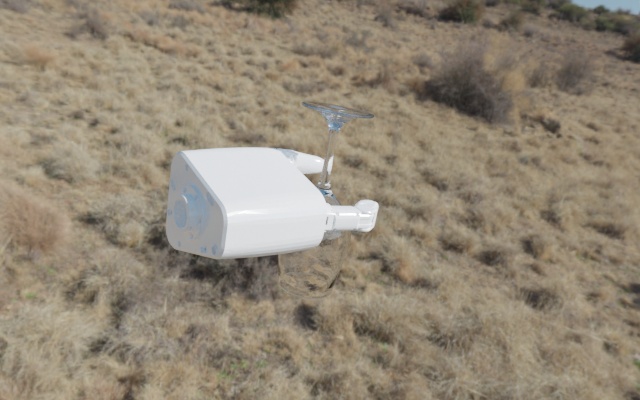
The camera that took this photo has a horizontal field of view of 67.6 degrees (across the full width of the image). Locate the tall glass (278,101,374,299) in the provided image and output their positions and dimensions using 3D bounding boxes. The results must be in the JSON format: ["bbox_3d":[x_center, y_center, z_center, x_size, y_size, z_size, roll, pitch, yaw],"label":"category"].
[{"bbox_3d":[0.000,0.001,0.508,0.079,0.201,0.079,9,16,-3],"label":"tall glass"}]
